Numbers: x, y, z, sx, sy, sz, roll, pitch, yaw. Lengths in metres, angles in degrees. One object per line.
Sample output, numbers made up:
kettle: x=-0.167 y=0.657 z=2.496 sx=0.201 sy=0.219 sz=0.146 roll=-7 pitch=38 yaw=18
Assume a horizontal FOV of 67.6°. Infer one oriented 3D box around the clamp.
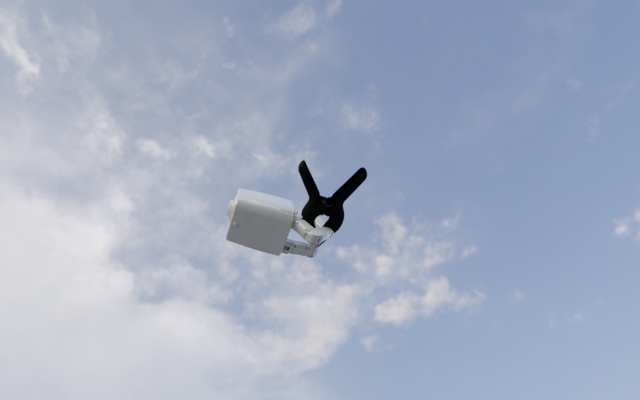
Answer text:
clamp: x=0.000 y=0.003 z=0.852 sx=0.120 sy=0.171 sz=0.039 roll=17 pitch=26 yaw=-10
